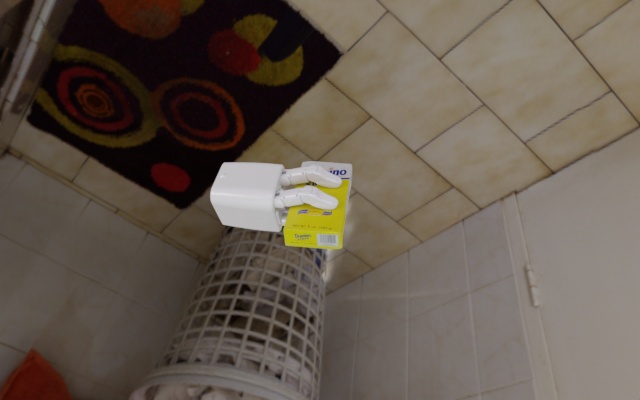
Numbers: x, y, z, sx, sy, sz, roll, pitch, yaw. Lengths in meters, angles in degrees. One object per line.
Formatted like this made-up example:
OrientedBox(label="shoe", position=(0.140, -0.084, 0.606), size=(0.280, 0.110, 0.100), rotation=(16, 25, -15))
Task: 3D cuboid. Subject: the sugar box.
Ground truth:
OrientedBox(label="sugar box", position=(0.000, 0.002, 0.807), size=(0.093, 0.048, 0.176), rotation=(4, 45, 7))
